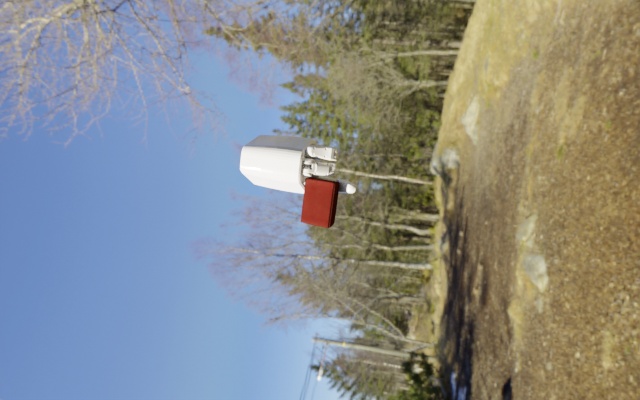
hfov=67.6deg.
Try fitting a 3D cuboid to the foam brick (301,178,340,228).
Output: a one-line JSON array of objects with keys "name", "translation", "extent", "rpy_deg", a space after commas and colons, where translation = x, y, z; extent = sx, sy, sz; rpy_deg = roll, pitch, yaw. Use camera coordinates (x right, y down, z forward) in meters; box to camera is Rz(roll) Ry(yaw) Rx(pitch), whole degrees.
[{"name": "foam brick", "translation": [0.000, 0.003, 0.819], "extent": [0.051, 0.078, 0.053], "rpy_deg": [8, 5, 10]}]
